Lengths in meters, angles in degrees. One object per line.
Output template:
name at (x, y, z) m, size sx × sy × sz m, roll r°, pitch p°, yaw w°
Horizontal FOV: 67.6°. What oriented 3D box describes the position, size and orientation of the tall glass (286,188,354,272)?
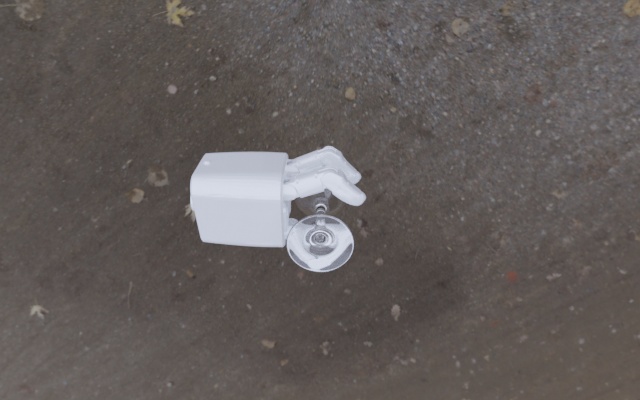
tall glass at (0.000, 0.002, 0.609) m, size 0.079 × 0.079 × 0.201 m, roll 0°, pitch 28°, yaw 1°
